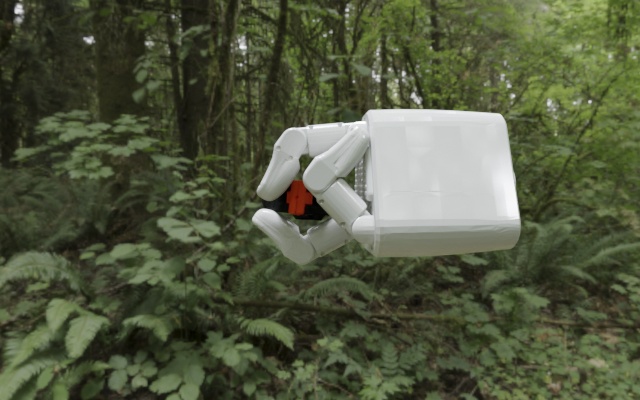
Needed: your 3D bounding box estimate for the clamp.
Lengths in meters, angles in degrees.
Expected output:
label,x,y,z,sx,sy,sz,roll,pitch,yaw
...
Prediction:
label,x,y,z,sx,sy,sz,roll,pitch,yaw
clamp,0.000,0.001,0.456,0.120,0.039,0.171,-2,1,-3
